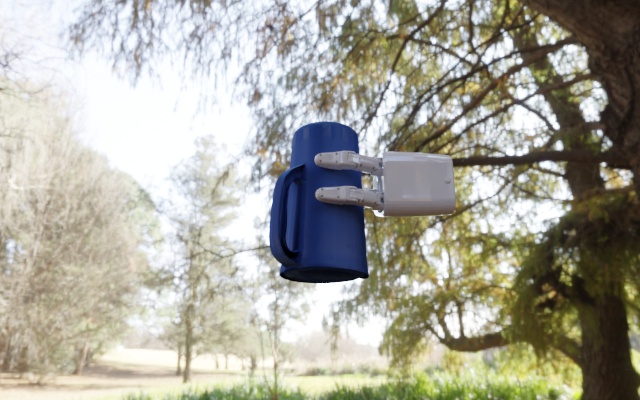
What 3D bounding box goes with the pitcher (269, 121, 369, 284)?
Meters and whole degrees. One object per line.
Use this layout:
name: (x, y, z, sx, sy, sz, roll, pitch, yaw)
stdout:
pitcher: (0.000, 0.002, 0.736, 0.145, 0.242, 0.149, 1, -19, -1)
